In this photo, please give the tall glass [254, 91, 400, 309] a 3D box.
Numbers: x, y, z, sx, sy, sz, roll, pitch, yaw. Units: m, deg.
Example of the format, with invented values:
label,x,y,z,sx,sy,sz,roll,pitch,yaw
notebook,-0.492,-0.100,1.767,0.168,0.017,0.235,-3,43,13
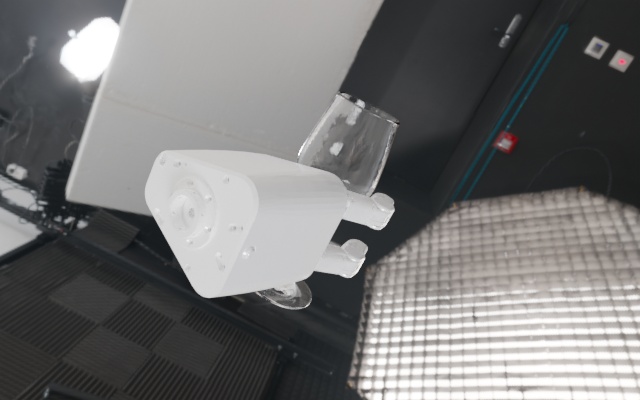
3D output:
label,x,y,z,sx,sy,sz,roll,pitch,yaw
tall glass,0.000,0.002,0.453,0.079,0.201,0.079,24,18,-9
